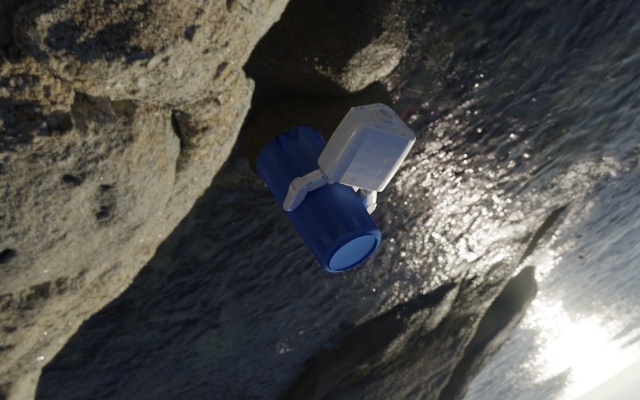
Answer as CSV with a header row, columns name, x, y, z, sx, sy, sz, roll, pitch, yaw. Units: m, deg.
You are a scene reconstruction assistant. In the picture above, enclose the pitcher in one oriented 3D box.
name,x,y,z,sx,sy,sz,roll,pitch,yaw
pitcher,0.000,0.003,0.817,0.149,0.242,0.145,0,-45,-40
